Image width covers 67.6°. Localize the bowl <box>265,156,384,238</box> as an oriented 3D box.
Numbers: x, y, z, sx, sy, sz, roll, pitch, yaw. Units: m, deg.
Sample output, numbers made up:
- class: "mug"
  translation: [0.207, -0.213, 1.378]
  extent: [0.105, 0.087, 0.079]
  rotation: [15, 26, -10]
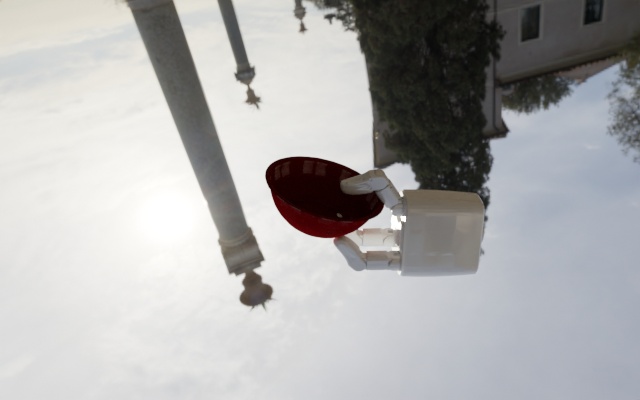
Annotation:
- class: "bowl"
  translation: [-0.001, 0.002, 0.638]
  extent: [0.162, 0.055, 0.162]
  rotation: [13, 30, -8]
